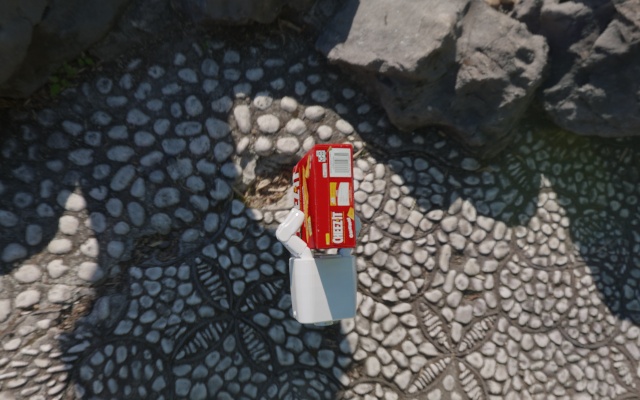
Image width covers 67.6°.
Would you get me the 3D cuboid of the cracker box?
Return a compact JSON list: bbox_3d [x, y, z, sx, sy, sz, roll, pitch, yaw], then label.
[{"bbox_3d":[0.000,0.003,0.829,0.072,0.164,0.214,-1,-5,-12],"label":"cracker box"}]
